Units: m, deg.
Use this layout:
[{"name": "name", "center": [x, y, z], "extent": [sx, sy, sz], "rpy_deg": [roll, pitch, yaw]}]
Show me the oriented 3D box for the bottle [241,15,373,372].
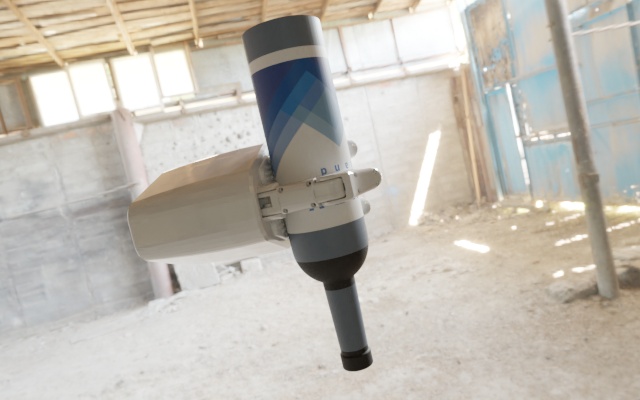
[{"name": "bottle", "center": [0.000, 0.001, 0.407], "extent": [0.069, 0.296, 0.069], "rpy_deg": [-13, 5, 1]}]
